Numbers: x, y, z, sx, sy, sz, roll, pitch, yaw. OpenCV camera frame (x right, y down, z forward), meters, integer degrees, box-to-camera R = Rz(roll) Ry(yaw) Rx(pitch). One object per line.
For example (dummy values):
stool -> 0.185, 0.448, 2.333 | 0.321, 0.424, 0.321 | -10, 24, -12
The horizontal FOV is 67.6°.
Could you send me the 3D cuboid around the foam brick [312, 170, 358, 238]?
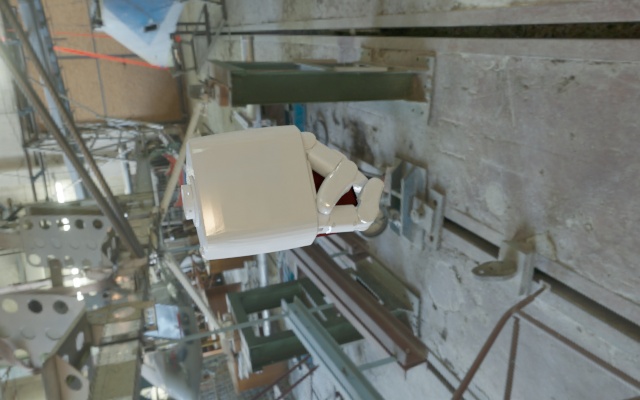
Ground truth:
foam brick -> 0.000, 0.002, 0.520 | 0.051, 0.053, 0.078 | -9, -25, -20
